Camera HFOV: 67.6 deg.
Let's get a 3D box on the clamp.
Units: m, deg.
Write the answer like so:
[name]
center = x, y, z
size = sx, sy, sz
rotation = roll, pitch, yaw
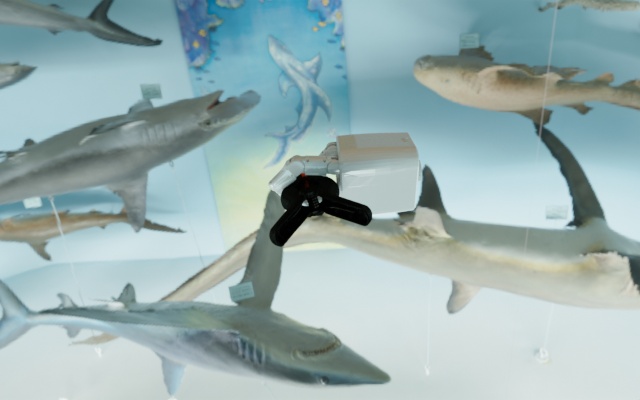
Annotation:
[clamp]
center = 0.000, 0.002, 0.610
size = 0.120, 0.039, 0.171
rotation = -5, 27, 1
